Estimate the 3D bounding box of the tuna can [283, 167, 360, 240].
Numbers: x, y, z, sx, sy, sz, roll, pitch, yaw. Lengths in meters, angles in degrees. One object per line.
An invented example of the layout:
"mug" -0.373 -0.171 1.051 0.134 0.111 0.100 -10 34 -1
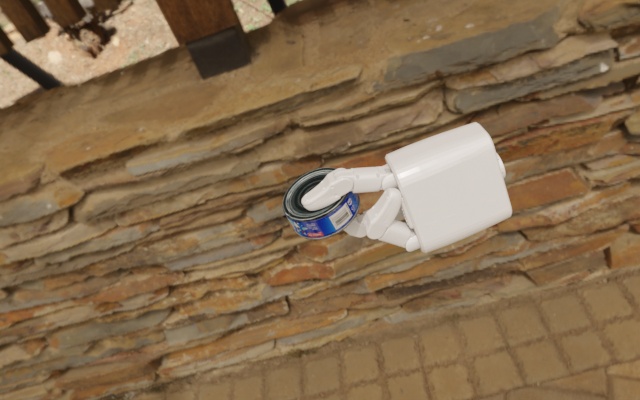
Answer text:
"tuna can" 0.000 0.001 0.550 0.086 0.086 0.034 0 -42 31
